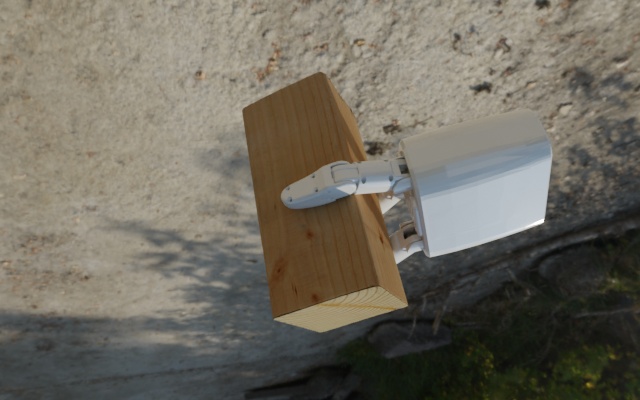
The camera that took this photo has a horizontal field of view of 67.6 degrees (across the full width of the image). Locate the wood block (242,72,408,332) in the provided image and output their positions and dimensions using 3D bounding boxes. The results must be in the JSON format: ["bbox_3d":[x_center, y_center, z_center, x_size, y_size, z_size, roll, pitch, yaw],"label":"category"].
[{"bbox_3d":[0.000,0.001,0.435,0.090,0.206,0.091,-21,-28,17],"label":"wood block"}]
